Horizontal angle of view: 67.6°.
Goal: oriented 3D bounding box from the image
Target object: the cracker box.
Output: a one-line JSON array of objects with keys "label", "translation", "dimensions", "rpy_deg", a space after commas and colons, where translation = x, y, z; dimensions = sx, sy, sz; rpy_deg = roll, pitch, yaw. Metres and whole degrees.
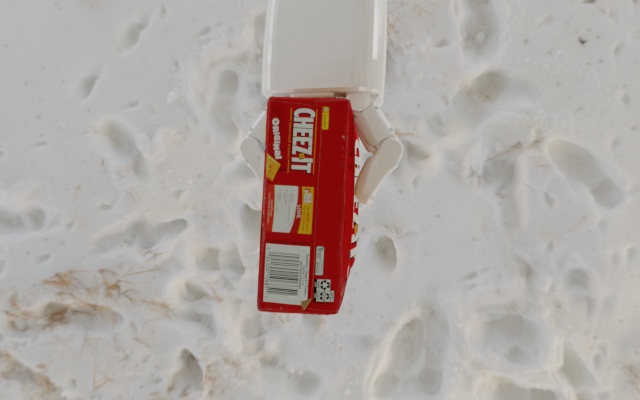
[{"label": "cracker box", "translation": [0.000, 0.001, 0.456], "dimensions": [0.072, 0.164, 0.213], "rpy_deg": [3, 2, 7]}]
